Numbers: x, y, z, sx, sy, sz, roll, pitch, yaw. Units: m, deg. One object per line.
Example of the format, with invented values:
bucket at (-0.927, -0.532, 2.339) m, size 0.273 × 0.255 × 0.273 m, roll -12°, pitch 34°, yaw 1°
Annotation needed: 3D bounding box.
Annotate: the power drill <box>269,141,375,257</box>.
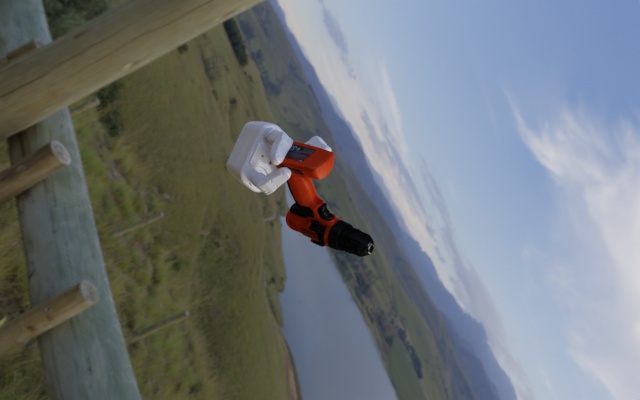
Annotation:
power drill at (0.000, 0.002, 0.790) m, size 0.184 × 0.188 × 0.057 m, roll 18°, pitch 48°, yaw 35°
